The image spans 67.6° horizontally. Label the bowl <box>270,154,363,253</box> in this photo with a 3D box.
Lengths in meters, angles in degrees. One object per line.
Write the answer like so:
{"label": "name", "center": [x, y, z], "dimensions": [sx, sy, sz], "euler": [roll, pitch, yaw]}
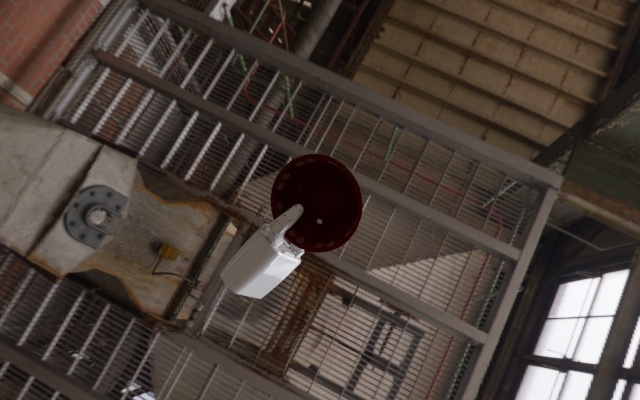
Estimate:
{"label": "bowl", "center": [0.001, 0.002, 0.794], "dimensions": [0.162, 0.162, 0.055], "euler": [0, 6, 22]}
